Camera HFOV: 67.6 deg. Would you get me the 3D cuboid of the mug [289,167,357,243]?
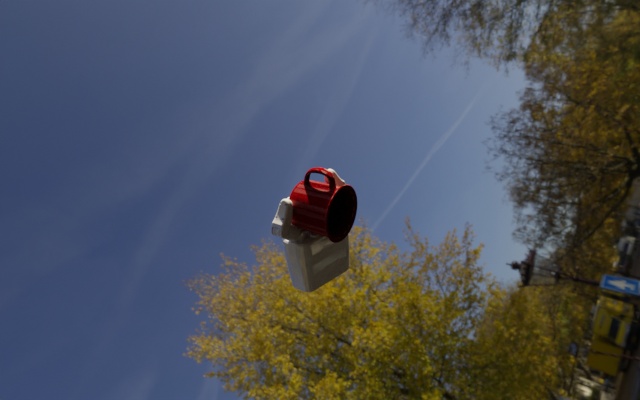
[{"bbox_3d":[0.000,0.001,0.758,0.081,0.117,0.093,14,35,32],"label":"mug"}]
